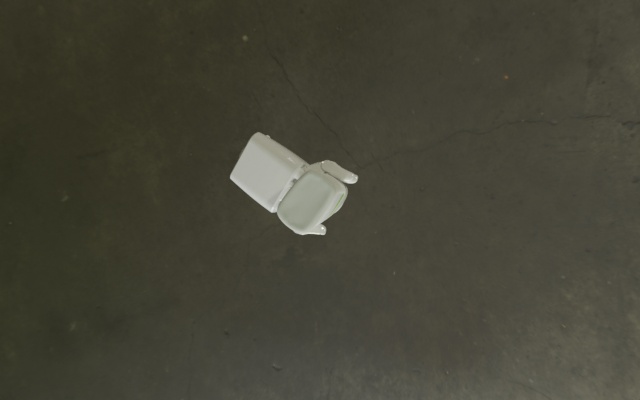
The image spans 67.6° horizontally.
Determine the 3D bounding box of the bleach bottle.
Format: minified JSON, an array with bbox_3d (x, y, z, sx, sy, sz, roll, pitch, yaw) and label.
[{"bbox_3d":[0.000,0.003,0.865,0.068,0.102,0.251,38,5,9],"label":"bleach bottle"}]
